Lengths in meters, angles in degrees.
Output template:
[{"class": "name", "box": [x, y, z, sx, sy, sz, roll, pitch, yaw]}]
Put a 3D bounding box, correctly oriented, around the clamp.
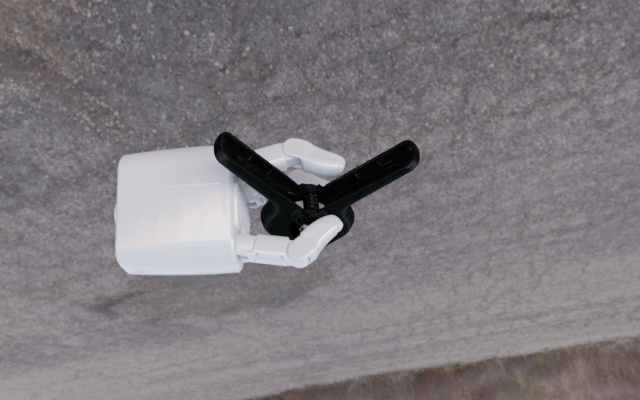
[{"class": "clamp", "box": [0.000, 0.002, 0.456, 0.164, 0.036, 0.210, 0, -28, 1]}]
